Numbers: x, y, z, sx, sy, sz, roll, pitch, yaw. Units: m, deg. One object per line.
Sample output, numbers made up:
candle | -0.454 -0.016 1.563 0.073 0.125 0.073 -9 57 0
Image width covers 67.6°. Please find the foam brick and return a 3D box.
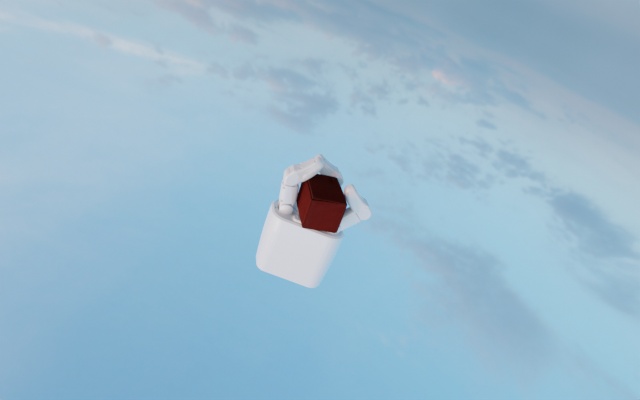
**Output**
foam brick | 0.000 0.002 0.683 0.053 0.051 0.078 11 29 -16
